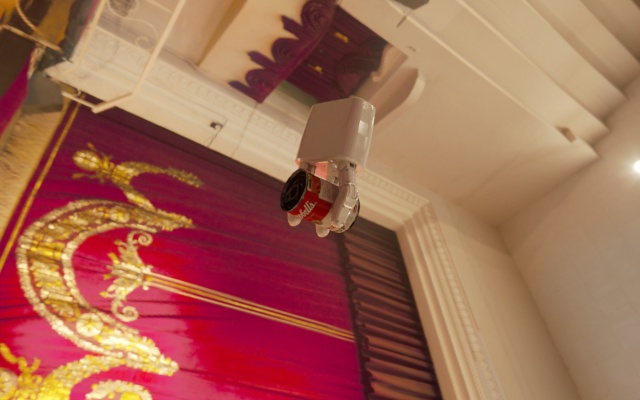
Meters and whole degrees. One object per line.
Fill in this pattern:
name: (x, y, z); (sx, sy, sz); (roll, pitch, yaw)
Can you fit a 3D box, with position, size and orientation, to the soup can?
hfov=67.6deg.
soup can: (0.000, 0.003, 0.717); (0.102, 0.068, 0.068); (24, -13, -30)
